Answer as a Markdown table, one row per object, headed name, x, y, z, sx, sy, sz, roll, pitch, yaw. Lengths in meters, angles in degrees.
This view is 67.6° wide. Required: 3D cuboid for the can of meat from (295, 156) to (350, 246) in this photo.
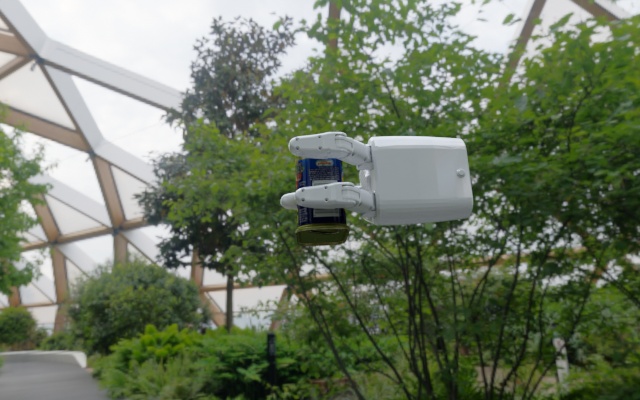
| name | x | y | z | sx | sy | sz | roll | pitch | yaw |
| --- | --- | --- | --- | --- | --- | --- | --- | --- | --- |
| can of meat | 0.000 | 0.001 | 0.538 | 0.057 | 0.084 | 0.102 | -2 | -14 | -1 |
